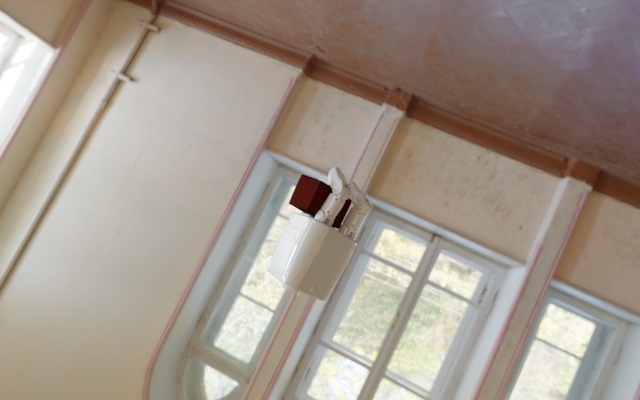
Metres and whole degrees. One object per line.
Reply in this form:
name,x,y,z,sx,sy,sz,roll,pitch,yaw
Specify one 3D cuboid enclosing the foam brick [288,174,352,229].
foam brick,0.000,0.002,0.746,0.078,0.051,0.053,32,-7,-38
